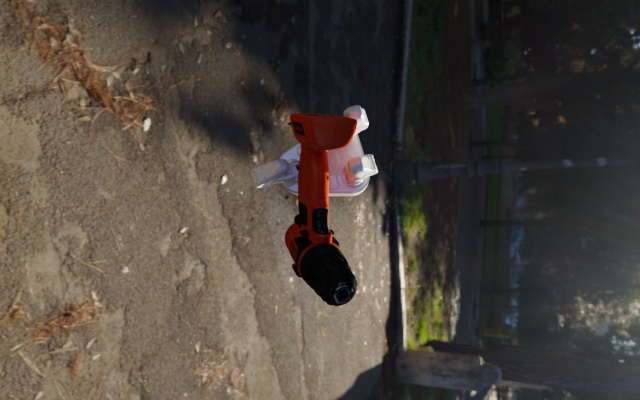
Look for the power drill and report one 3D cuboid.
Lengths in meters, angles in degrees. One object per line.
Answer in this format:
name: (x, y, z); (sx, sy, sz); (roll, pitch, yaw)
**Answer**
power drill: (0.000, 0.001, 0.522); (0.057, 0.188, 0.184); (0, 14, -18)
